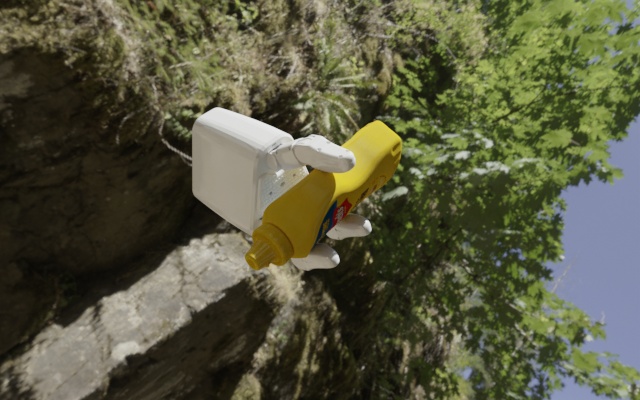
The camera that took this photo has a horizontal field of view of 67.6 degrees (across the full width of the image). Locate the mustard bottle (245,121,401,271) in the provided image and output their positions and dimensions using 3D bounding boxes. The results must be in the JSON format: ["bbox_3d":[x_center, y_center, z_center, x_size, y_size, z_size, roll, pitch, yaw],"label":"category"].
[{"bbox_3d":[0.001,0.002,0.467,0.191,0.058,0.096,-40,-12,-33],"label":"mustard bottle"}]
